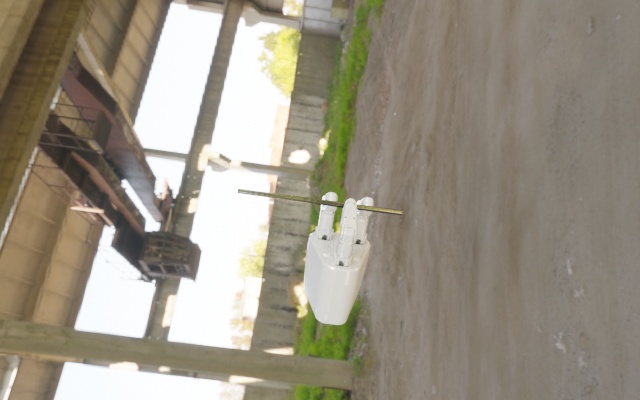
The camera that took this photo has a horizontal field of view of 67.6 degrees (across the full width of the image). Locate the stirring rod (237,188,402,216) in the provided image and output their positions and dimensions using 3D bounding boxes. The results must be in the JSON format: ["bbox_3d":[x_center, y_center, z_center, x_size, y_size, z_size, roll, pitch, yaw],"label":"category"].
[{"bbox_3d":[0.000,0.002,0.693,0.239,0.011,0.011,8,-1,-3],"label":"stirring rod"}]
